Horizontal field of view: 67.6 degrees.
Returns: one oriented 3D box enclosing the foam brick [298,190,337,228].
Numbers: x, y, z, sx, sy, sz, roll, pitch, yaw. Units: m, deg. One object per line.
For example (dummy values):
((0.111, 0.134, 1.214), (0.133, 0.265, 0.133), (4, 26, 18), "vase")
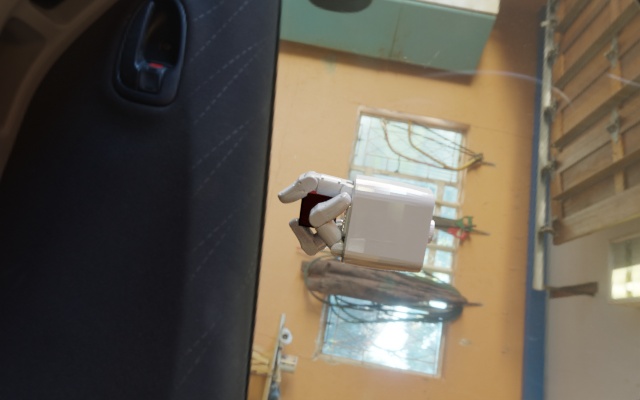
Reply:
((0.000, 0.002, 0.680), (0.051, 0.053, 0.078), (8, 23, 1), "foam brick")
